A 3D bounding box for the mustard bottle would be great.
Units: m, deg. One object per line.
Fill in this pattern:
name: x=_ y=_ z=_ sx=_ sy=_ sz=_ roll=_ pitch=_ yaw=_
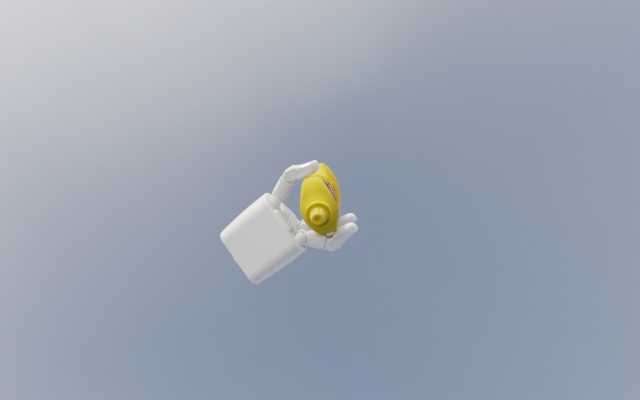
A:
mustard bottle: x=0.000 y=0.002 z=0.786 sx=0.058 sy=0.096 sz=0.191 roll=-15 pitch=14 yaw=7
